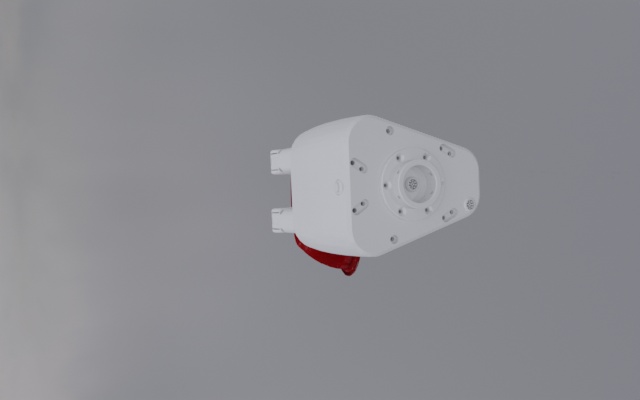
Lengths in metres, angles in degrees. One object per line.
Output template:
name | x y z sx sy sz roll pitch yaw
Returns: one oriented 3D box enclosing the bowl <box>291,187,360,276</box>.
bowl | -0.001 0.002 0.514 0.055 0.162 0.162 -3 0 -10
